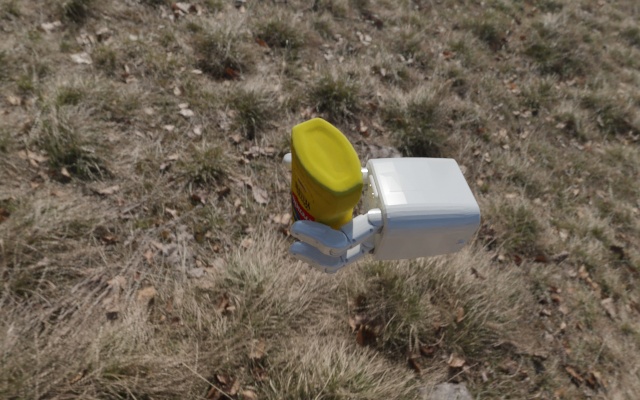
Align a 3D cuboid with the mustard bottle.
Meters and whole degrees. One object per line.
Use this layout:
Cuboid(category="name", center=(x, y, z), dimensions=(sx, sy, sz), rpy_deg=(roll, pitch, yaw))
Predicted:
Cuboid(category="mustard bottle", center=(0.000, 0.002, 0.541), dimensions=(0.058, 0.096, 0.192), rpy_deg=(-25, -25, -17))
